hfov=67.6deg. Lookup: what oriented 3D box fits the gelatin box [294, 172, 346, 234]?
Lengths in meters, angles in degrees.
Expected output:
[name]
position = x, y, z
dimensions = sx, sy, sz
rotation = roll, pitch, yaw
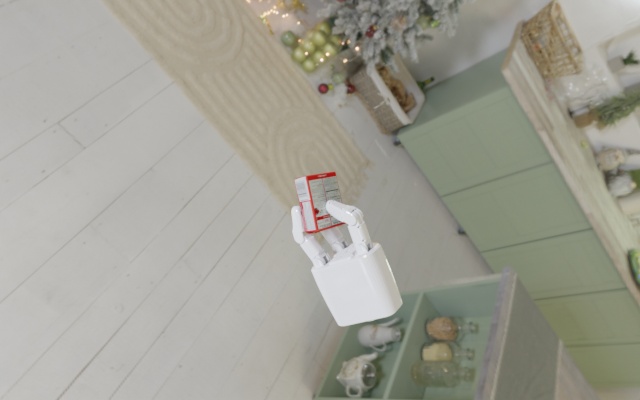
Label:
[gelatin box]
position = 0.000, 0.002, 0.754
dimensions = 0.030, 0.089, 0.073
rotation = -11, 2, 42
